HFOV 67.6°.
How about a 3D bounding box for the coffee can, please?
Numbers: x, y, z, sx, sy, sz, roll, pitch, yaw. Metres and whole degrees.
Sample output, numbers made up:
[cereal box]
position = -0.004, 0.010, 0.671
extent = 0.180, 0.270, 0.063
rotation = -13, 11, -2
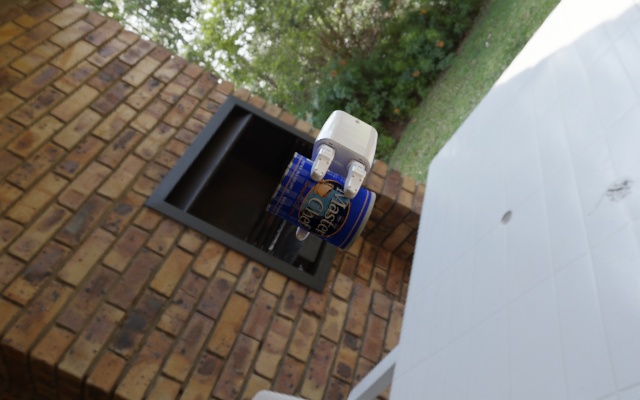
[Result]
[coffee can]
position = 0.000, 0.003, 0.743
extent = 0.140, 0.103, 0.103
rotation = 27, -3, -5
